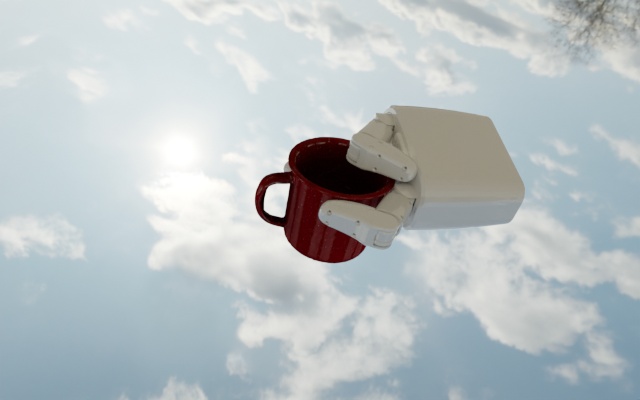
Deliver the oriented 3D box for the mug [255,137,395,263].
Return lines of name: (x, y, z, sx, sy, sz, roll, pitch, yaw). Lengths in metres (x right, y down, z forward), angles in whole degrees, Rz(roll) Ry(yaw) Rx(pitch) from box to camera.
mug: (-0.001, 0.002, 0.424, 0.117, 0.082, 0.093, 0, 38, -18)
